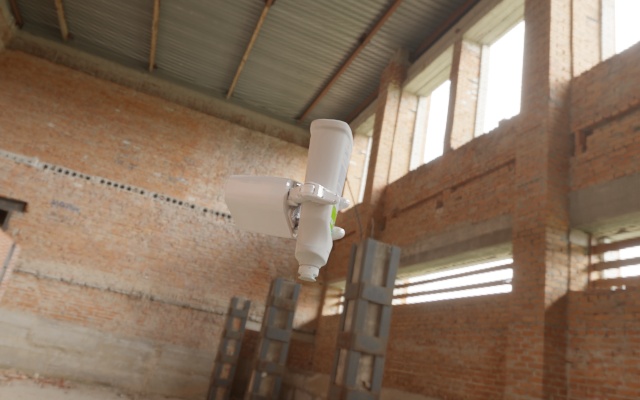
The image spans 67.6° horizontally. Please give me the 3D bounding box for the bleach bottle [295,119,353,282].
[{"bbox_3d":[0.000,0.003,0.771,0.068,0.250,0.103,6,-19,14],"label":"bleach bottle"}]
